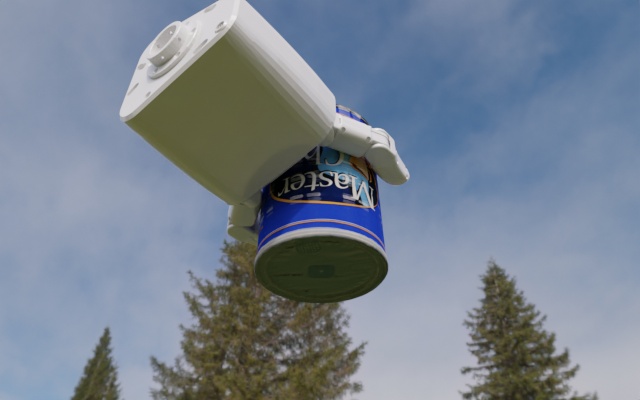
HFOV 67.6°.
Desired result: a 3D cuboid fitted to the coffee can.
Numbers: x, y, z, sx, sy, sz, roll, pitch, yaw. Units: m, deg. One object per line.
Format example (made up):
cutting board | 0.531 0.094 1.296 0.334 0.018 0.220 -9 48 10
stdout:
coffee can | 0.000 0.002 0.408 0.103 0.140 0.103 0 -39 0
